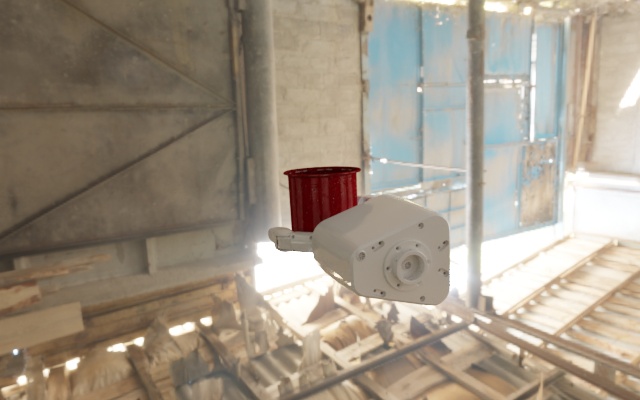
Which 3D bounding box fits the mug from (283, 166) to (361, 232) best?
[{"bbox_3d":[0.000,0.002,0.588,0.093,0.081,0.117,-6,10,-18],"label":"mug"}]
